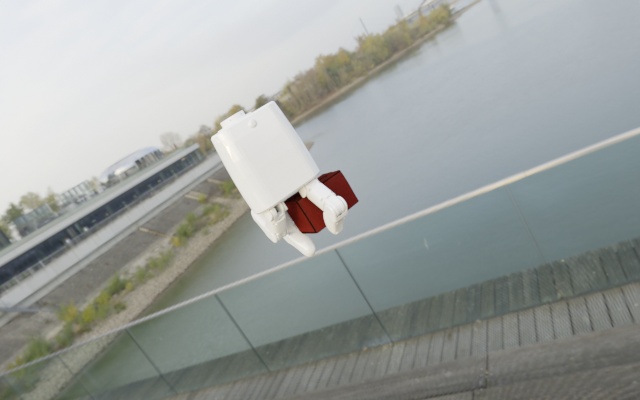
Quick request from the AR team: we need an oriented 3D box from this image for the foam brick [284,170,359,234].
[{"bbox_3d":[0.000,0.002,0.633,0.078,0.051,0.053,-36,11,-24],"label":"foam brick"}]
